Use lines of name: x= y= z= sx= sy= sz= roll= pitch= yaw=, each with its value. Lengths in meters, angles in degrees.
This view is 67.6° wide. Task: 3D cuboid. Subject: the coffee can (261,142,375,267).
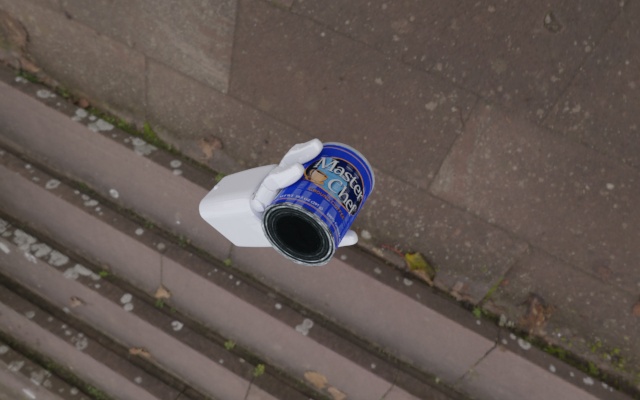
coffee can: x=0.000 y=0.002 z=0.633 sx=0.103 sy=0.103 sz=0.140 roll=0 pitch=37 yaw=32
